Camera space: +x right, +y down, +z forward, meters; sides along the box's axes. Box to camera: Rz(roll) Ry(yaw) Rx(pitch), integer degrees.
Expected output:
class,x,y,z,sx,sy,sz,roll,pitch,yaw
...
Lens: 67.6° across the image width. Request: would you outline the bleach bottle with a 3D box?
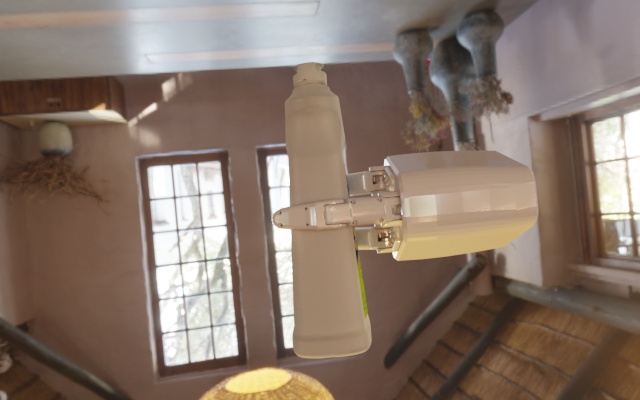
class,x,y,z,sx,sy,sz,roll,pitch,yaw
bleach bottle,0.000,0.001,0.429,0.068,0.251,0.102,-5,-1,2
